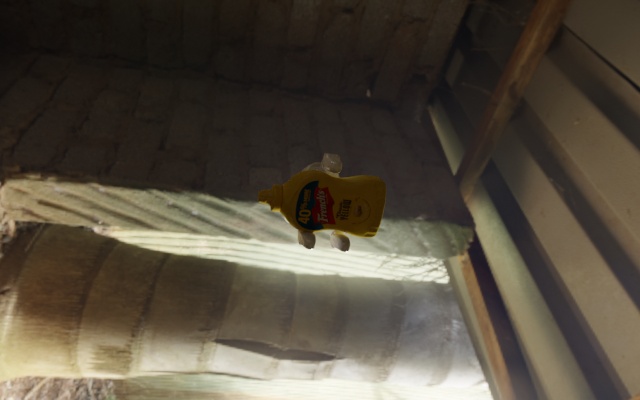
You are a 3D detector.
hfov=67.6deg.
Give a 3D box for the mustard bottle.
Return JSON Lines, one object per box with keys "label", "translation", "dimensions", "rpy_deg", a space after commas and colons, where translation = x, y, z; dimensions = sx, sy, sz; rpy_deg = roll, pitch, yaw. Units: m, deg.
{"label": "mustard bottle", "translation": [0.000, 0.002, 0.736], "dimensions": [0.191, 0.096, 0.058], "rpy_deg": [6, 20, -13]}
